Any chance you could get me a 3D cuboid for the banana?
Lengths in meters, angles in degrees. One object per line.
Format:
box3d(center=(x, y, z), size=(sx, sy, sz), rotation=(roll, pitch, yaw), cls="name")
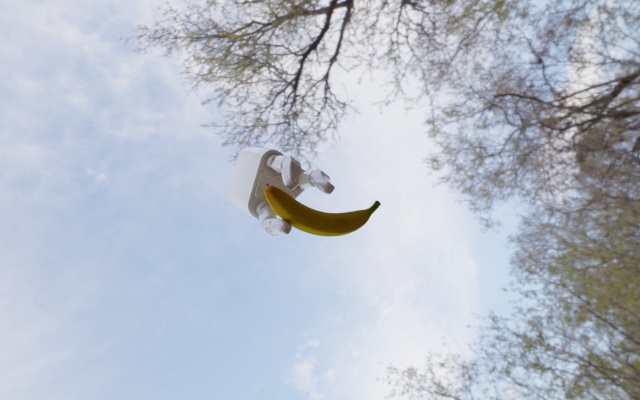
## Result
box3d(center=(-0.001, 0.021, 0.729), size=(0.198, 0.069, 0.037), rotation=(7, 10, -30), cls="banana")
